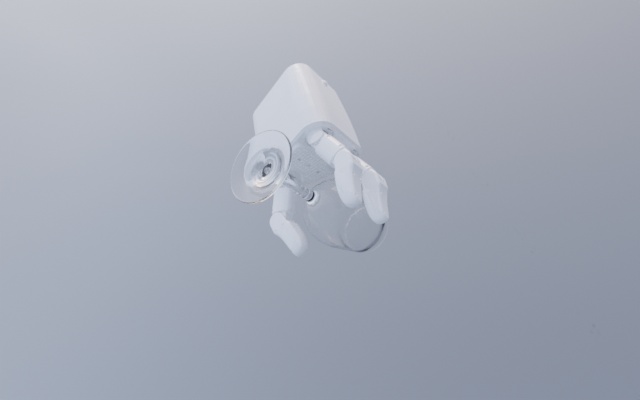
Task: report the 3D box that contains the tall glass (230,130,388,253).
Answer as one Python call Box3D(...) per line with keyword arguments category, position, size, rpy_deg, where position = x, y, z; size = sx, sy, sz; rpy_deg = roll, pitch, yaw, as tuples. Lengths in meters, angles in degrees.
Box3D(category="tall glass", position=(0.000, 0.002, 0.514), size=(0.079, 0.079, 0.201), rpy_deg=(0, -20, 37))
